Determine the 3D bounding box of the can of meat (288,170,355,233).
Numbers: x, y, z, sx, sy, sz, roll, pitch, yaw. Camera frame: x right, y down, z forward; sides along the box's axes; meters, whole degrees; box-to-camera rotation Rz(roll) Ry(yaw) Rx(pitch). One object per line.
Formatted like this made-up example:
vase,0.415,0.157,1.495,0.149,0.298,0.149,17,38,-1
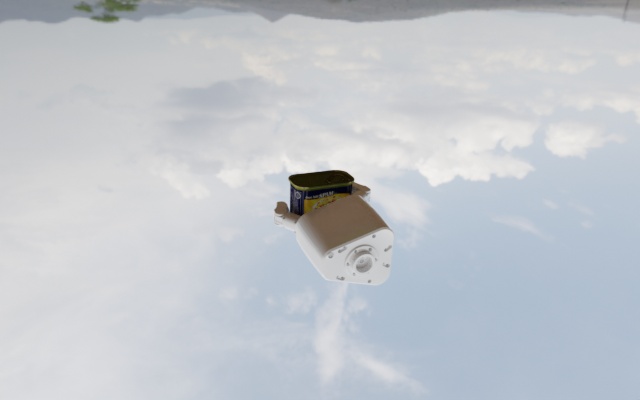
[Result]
can of meat,0.000,0.003,0.761,0.102,0.084,0.057,-8,26,-22
